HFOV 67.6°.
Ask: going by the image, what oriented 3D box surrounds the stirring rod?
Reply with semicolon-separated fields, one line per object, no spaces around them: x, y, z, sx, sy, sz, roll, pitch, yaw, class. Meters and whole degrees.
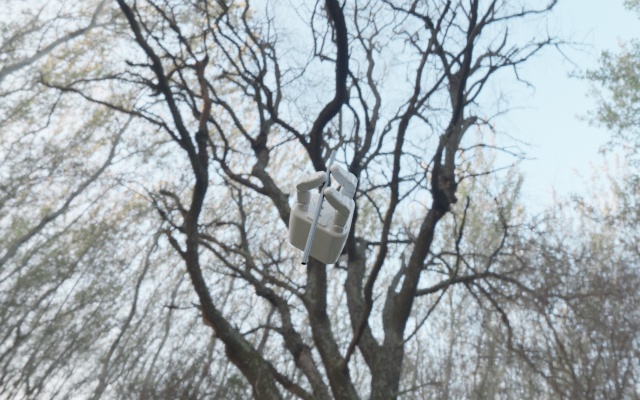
0.000;0.003;0.769;0.011;0.239;0.011;9;-40;8;stirring rod
